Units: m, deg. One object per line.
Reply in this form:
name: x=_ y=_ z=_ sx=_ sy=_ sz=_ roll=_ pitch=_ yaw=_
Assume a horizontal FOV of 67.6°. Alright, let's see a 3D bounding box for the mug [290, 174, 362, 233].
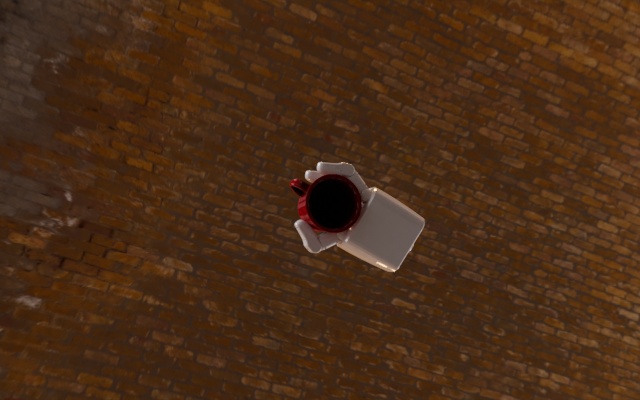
mug: x=-0.001 y=0.002 z=0.778 sx=0.117 sy=0.093 sz=0.081 roll=31 pitch=-13 yaw=-11
